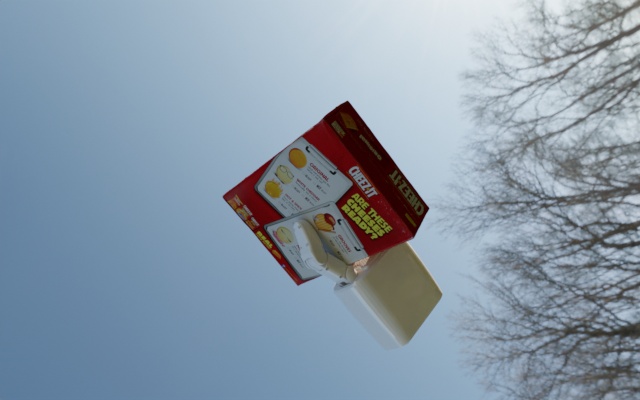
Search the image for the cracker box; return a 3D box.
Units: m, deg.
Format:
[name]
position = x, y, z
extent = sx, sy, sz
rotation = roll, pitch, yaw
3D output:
[cracker box]
position = 0.000, 0.002, 0.597
extent = 0.214, 0.164, 0.072
rotation = -31, 12, 42
